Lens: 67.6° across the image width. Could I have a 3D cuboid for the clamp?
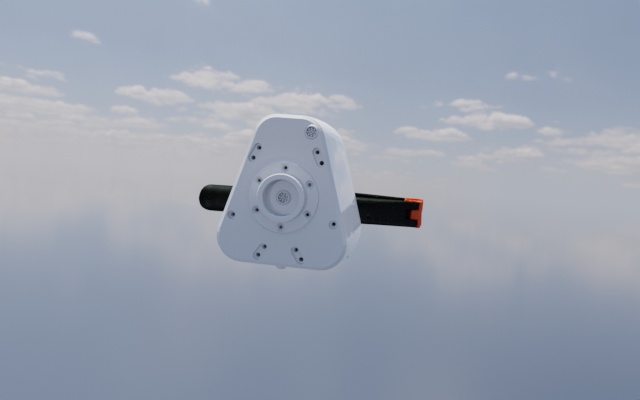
[{"bbox_3d":[0.001,0.001,0.506,0.210,0.036,0.164,5,5,8],"label":"clamp"}]
